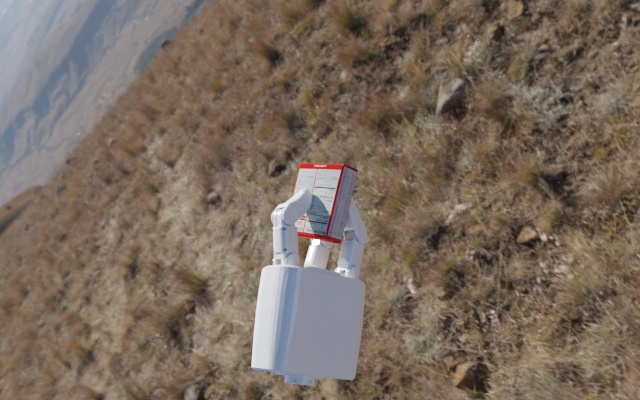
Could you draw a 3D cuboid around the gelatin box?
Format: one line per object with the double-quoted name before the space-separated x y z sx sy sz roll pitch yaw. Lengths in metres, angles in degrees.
"gelatin box" 0.000 0.001 0.559 0.073 0.089 0.030 5 -10 46
